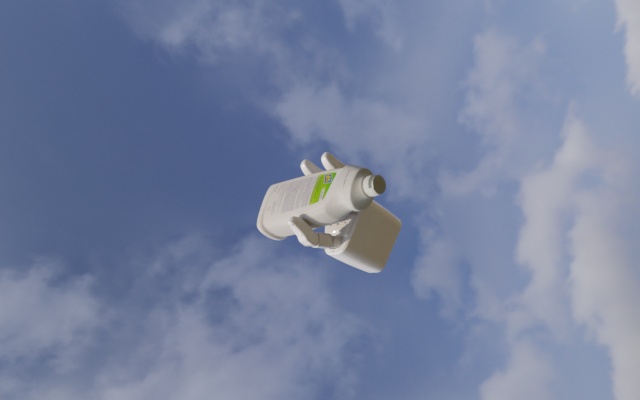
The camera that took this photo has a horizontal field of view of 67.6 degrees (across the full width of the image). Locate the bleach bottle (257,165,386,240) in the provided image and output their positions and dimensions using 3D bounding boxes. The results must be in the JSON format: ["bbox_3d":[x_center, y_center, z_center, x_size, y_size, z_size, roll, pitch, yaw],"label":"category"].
[{"bbox_3d":[0.000,0.002,0.771,0.068,0.102,0.251,31,-27,-34],"label":"bleach bottle"}]
